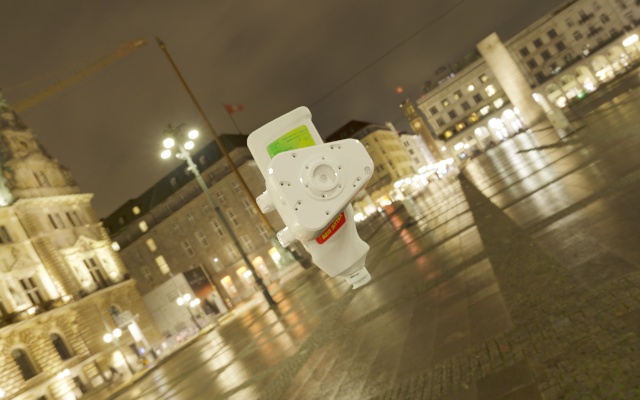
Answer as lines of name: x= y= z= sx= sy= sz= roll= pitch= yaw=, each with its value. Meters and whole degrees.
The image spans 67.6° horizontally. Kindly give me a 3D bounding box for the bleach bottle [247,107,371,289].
bleach bottle: x=0.000 y=0.002 z=0.663 sx=0.102 sy=0.251 sz=0.068 roll=-30 pitch=-5 yaw=-10
